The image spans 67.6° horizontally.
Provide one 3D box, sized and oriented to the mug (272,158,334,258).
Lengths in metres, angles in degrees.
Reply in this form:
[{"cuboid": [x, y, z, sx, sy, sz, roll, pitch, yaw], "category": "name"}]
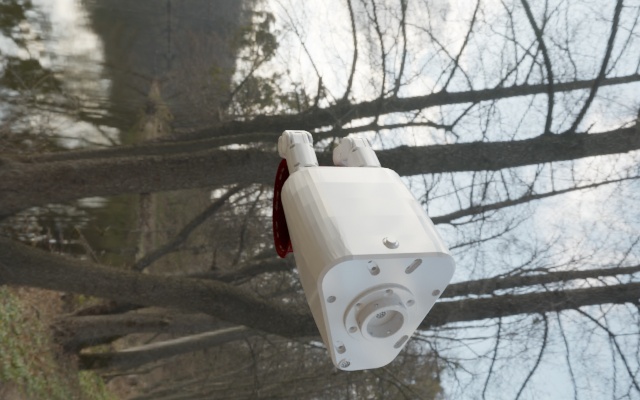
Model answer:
[{"cuboid": [0.000, 0.001, 0.465, 0.081, 0.093, 0.117, 2, 33, -17], "category": "mug"}]
